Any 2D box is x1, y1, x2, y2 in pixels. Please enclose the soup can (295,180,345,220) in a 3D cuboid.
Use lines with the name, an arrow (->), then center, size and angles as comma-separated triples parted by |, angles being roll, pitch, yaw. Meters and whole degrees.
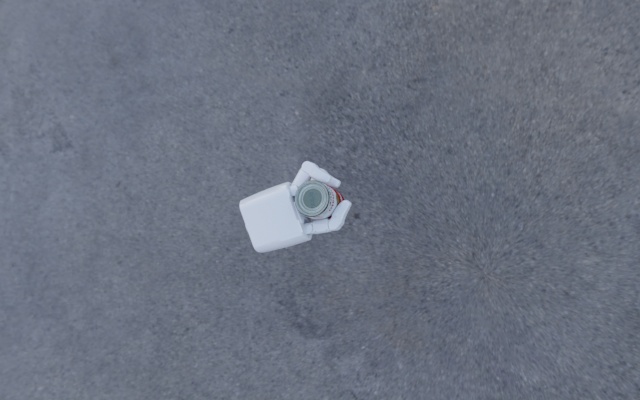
soup can -> 0.001, 0.003, 0.890 | 0.068, 0.068, 0.102 | 0, -8, 19
